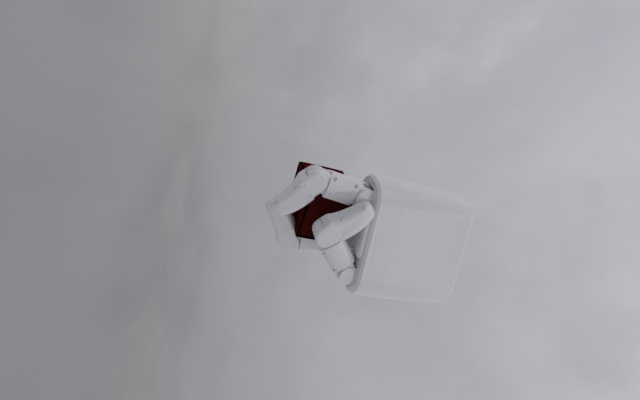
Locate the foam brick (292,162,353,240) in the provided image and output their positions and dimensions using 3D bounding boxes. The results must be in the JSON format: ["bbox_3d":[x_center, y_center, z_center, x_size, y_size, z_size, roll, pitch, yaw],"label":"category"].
[{"bbox_3d":[0.000,0.001,0.501,0.051,0.053,0.078,10,26,-16],"label":"foam brick"}]
